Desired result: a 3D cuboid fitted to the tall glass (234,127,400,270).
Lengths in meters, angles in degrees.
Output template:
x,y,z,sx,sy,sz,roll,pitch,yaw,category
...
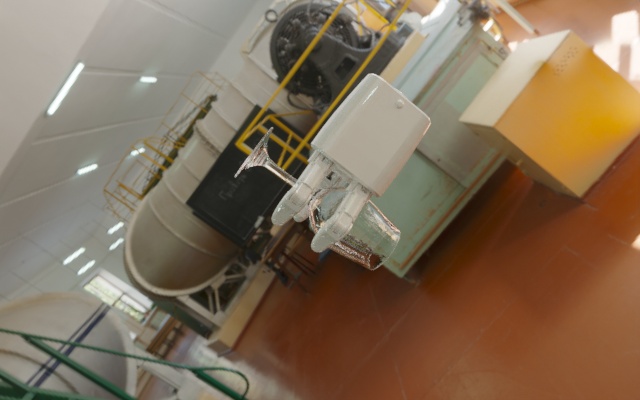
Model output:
x,y,z,sx,sy,sz,roll,pitch,yaw,category
-0.001,0.002,0.575,0.201,0.079,0.079,37,-7,-9,tall glass
